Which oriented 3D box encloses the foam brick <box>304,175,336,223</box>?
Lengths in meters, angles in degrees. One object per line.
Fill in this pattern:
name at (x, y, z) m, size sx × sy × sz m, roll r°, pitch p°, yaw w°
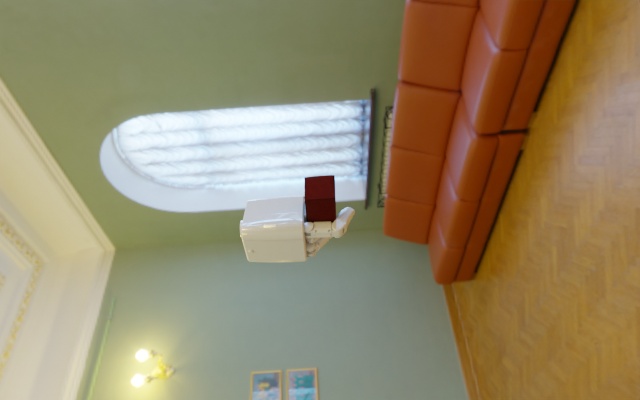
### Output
foam brick at (0.000, 0.002, 0.806) m, size 0.051 × 0.053 × 0.078 m, roll -2°, pitch -41°, yaw 2°
